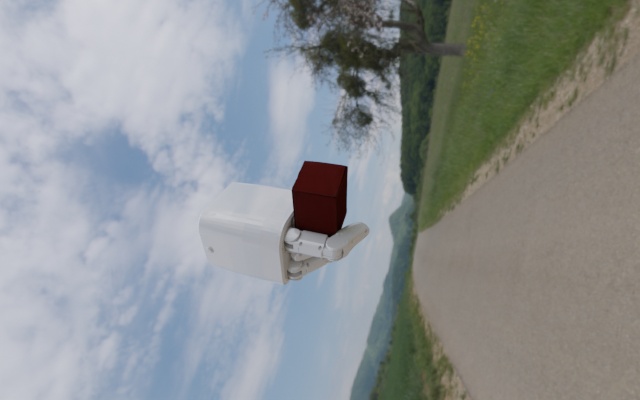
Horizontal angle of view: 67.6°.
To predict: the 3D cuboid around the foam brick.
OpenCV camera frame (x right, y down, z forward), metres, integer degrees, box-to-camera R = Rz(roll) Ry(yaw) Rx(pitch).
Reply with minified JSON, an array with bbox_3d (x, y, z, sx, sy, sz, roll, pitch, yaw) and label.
[{"bbox_3d":[0.000,0.002,0.543,0.051,0.078,0.053,11,46,12],"label":"foam brick"}]
